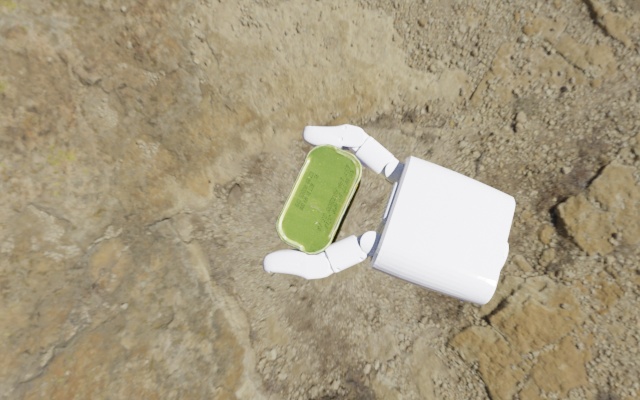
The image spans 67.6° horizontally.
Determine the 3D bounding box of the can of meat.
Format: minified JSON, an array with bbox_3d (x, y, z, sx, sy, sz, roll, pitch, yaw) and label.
[{"bbox_3d":[0.000,0.001,0.454,0.057,0.102,0.084,24,-3,3],"label":"can of meat"}]
